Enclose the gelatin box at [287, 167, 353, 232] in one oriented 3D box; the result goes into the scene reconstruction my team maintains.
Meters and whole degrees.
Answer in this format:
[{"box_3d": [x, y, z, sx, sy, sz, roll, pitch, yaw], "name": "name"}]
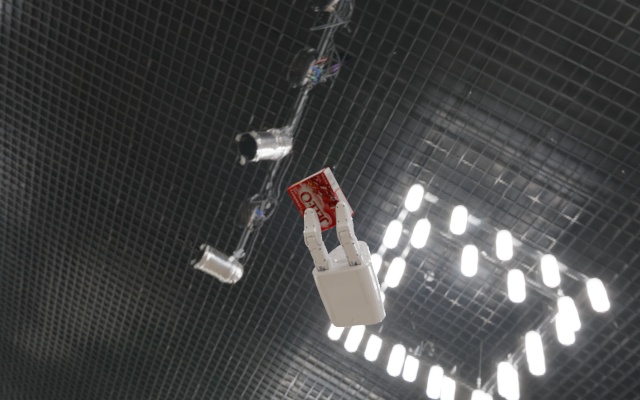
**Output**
[{"box_3d": [0.000, 0.002, 0.767, 0.073, 0.089, 0.030, -25, 9, 27], "name": "gelatin box"}]
